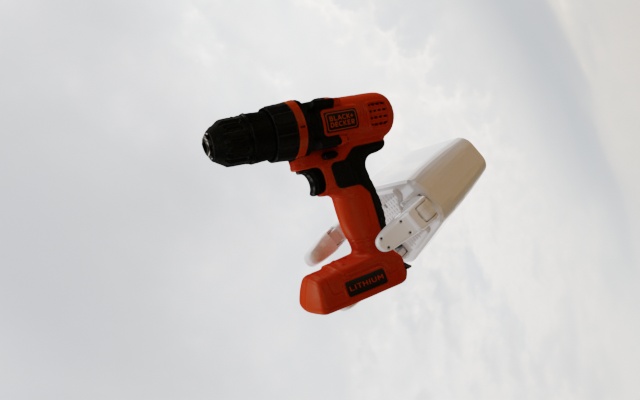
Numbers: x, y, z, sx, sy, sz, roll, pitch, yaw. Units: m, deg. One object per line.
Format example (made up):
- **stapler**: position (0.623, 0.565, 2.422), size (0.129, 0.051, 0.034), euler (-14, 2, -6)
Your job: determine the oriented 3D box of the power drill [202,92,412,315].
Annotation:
- **power drill**: position (0.000, 0.002, 0.431), size (0.184, 0.187, 0.057), euler (-15, 8, -26)
